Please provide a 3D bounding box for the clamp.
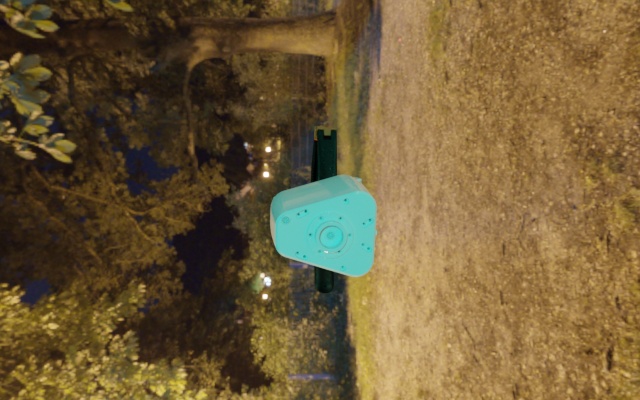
[{"bbox_3d":[-0.001,0.002,0.664,0.036,0.210,0.164,1,10,-8],"label":"clamp"}]
